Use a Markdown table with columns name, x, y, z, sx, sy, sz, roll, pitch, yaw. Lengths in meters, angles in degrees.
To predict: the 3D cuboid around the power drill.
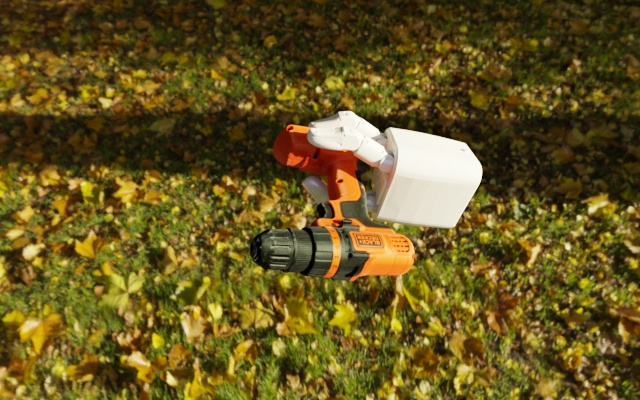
| name | x | y | z | sx | sy | sz | roll | pitch | yaw |
| --- | --- | --- | --- | --- | --- | --- | --- | --- | --- |
| power drill | 0.000 | 0.001 | 0.531 | 0.184 | 0.187 | 0.057 | 7 | -41 | -29 |
